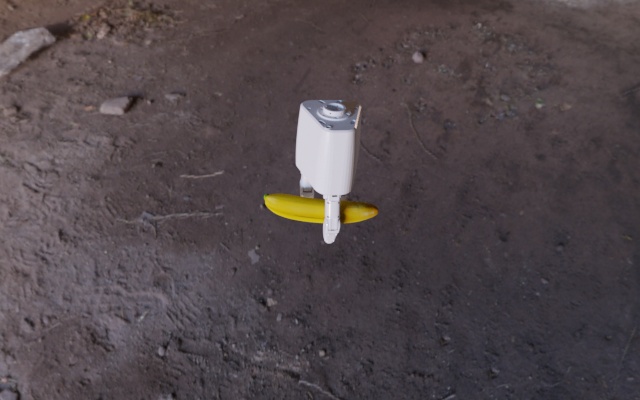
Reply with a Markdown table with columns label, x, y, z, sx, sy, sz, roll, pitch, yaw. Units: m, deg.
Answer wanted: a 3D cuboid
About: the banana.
| label | x | y | z | sx | sy | sz | roll | pitch | yaw |
| --- | --- | --- | --- | --- | --- | --- | --- | --- | --- |
| banana | -0.008 | 0.010 | 0.768 | 0.198 | 0.037 | 0.069 | 9 | 27 | 12 |
